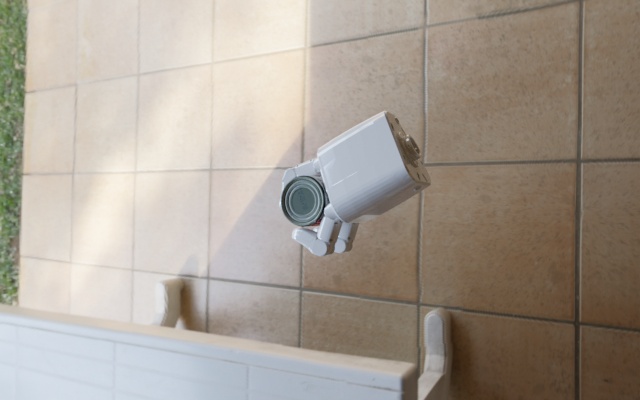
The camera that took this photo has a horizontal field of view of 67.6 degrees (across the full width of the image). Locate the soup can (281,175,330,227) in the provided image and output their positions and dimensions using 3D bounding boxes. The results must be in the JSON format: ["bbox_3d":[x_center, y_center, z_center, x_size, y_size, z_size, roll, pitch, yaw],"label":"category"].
[{"bbox_3d":[0.000,0.002,0.654,0.068,0.068,0.102,0,-1,28],"label":"soup can"}]
